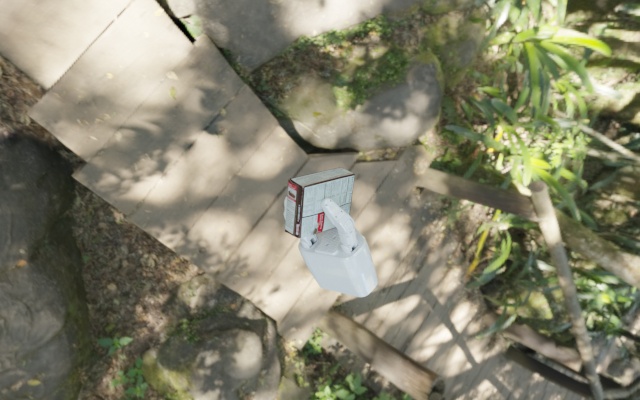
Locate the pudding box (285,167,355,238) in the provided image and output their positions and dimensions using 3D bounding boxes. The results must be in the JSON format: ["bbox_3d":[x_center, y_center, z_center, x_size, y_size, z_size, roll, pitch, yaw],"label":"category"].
[{"bbox_3d":[0.000,0.003,0.745,0.113,0.090,0.039,-16,31,-41],"label":"pudding box"}]
